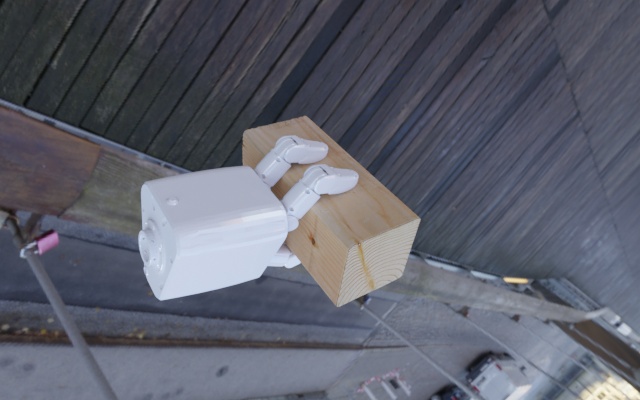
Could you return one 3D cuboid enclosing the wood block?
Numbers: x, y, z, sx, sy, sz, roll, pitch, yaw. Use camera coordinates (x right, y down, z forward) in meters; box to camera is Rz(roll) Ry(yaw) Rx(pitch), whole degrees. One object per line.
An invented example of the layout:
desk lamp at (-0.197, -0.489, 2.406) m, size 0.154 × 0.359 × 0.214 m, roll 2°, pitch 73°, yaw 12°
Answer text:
wood block at (0.000, 0.002, 0.528) m, size 0.090 × 0.091 × 0.206 m, roll -19°, pitch 48°, yaw -29°
